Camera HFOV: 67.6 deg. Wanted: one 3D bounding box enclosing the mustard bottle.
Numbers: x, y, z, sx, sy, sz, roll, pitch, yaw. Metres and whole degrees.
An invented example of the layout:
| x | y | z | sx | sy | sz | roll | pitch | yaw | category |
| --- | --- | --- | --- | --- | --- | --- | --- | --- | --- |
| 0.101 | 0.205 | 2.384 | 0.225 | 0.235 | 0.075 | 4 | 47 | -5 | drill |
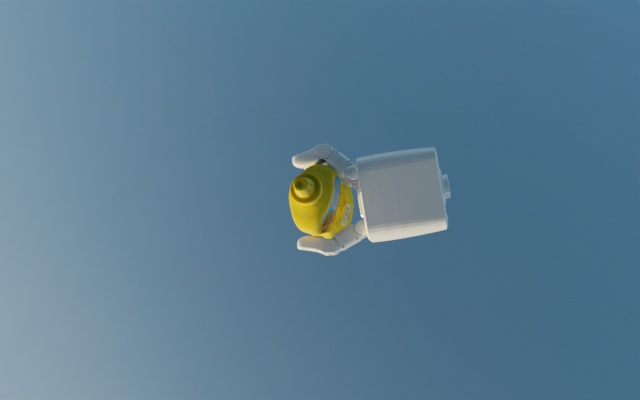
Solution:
| x | y | z | sx | sy | sz | roll | pitch | yaw | category |
| --- | --- | --- | --- | --- | --- | --- | --- | --- | --- |
| 0.000 | 0.002 | 0.669 | 0.058 | 0.096 | 0.192 | 16 | -9 | 18 | mustard bottle |
